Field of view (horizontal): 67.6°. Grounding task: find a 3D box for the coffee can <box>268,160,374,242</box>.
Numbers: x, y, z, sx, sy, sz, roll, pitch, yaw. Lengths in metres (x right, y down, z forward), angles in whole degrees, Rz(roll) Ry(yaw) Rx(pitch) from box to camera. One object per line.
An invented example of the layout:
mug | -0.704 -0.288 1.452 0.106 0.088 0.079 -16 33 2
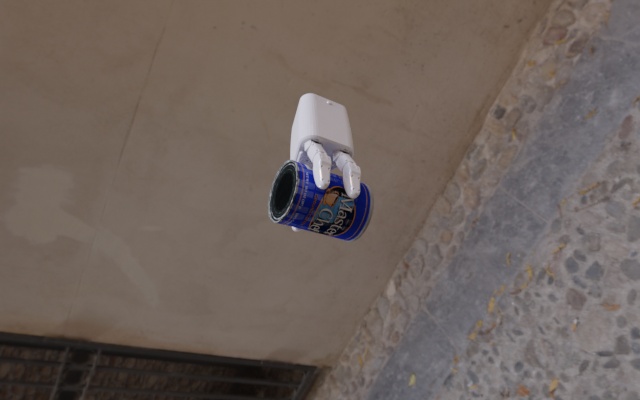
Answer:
coffee can | 0.000 0.003 0.774 0.140 0.103 0.103 16 -7 -26
